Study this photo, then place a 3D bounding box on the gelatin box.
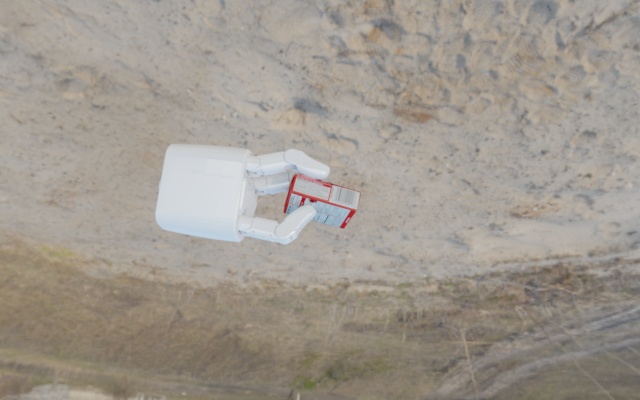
[{"bbox_3d":[0.000,0.003,0.619,0.089,0.030,0.073,16,-24,-4],"label":"gelatin box"}]
